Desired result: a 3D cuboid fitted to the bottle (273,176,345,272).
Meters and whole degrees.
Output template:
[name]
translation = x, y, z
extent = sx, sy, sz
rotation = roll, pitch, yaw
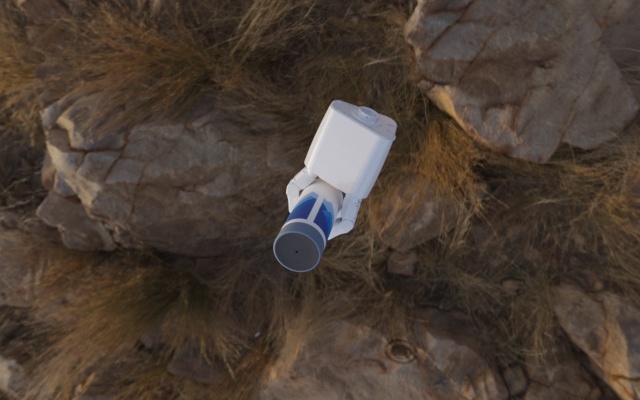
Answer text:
[bottle]
translation = 0.000, 0.003, 0.771
extent = 0.069, 0.069, 0.295
rotation = 0, 27, 14
